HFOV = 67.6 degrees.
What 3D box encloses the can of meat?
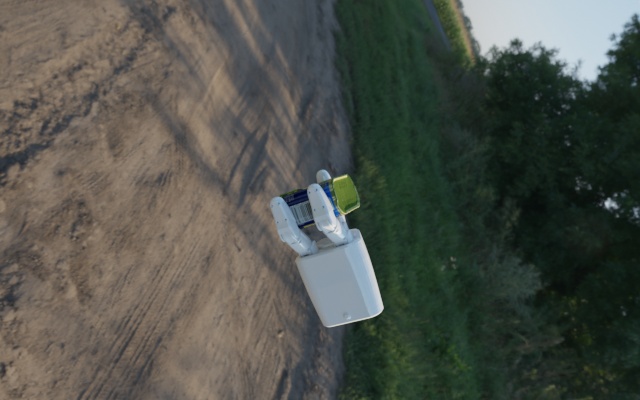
[{"bbox_3d":[0.000,0.002,0.671,0.084,0.057,0.102,-19,2,21],"label":"can of meat"}]
